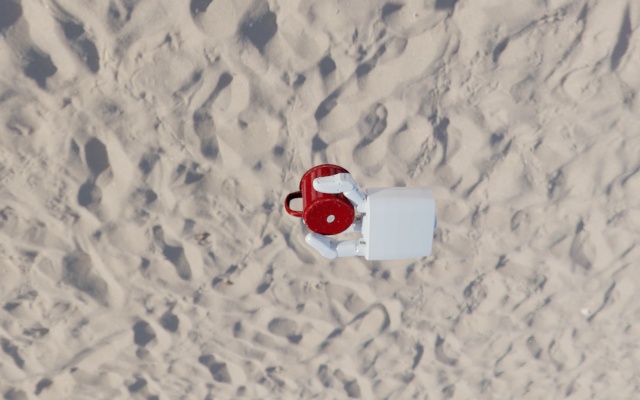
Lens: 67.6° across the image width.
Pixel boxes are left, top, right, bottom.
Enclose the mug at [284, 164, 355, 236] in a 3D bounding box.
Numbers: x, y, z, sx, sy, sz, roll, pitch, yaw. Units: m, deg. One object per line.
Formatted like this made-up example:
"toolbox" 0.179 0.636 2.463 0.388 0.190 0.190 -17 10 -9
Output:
"mug" -0.001 0.003 0.767 0.117 0.093 0.081 -3 40 0
